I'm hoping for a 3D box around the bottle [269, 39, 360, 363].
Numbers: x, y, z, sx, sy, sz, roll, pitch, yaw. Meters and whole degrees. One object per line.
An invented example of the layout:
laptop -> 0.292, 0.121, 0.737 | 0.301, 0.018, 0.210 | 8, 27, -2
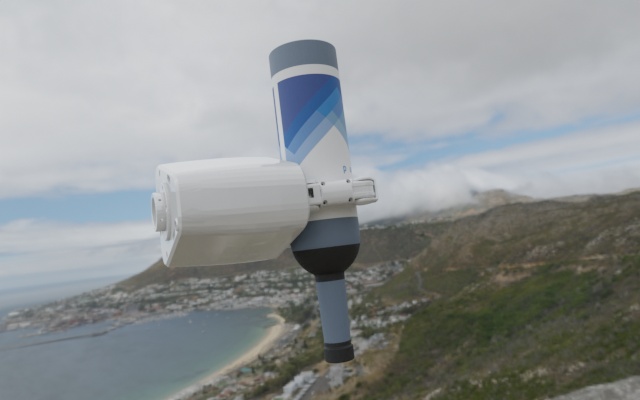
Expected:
bottle -> 0.000, 0.001, 0.454 | 0.069, 0.295, 0.069 | -7, -6, -1
